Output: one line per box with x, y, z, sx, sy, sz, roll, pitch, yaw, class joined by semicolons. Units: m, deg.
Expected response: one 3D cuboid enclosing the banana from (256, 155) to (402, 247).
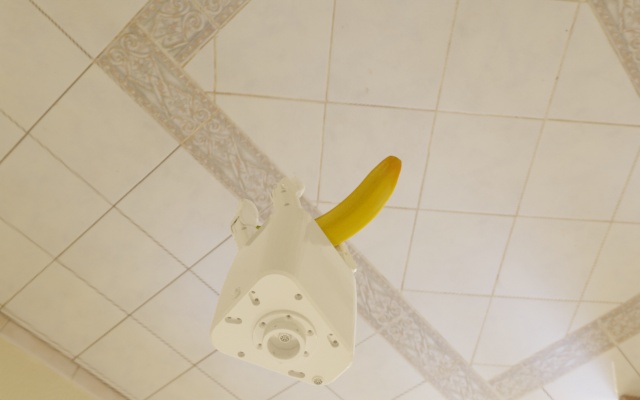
0.005;0.019;0.517;0.198;0.070;0.037;-22;17;13;banana
